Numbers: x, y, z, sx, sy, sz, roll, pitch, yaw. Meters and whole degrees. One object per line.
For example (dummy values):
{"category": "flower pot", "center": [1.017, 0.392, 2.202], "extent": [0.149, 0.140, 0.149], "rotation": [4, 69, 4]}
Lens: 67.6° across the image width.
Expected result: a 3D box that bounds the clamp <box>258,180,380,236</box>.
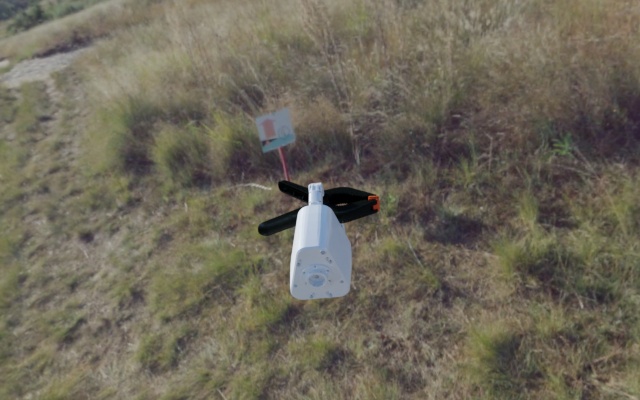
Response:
{"category": "clamp", "center": [0.001, 0.002, 0.864], "extent": [0.210, 0.036, 0.164], "rotation": [-5, 32, 6]}
